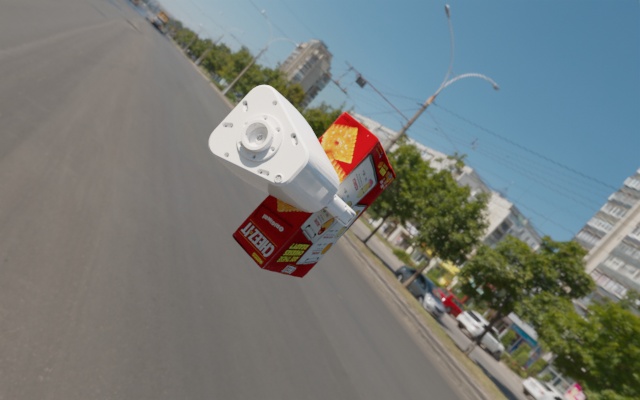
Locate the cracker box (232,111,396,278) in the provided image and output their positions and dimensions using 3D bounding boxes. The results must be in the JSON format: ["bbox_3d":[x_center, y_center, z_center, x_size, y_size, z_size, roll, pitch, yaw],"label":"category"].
[{"bbox_3d":[0.000,0.002,0.660,0.072,0.213,0.164,44,1,21],"label":"cracker box"}]
